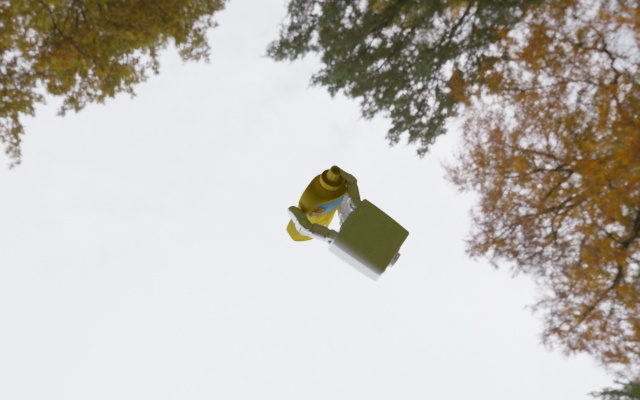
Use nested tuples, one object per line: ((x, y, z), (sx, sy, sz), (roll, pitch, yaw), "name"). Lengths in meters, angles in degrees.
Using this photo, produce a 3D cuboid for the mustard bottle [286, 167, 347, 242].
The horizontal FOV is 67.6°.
((0.000, 0.003, 0.896), (0.096, 0.058, 0.192), (-21, -25, -31), "mustard bottle")
